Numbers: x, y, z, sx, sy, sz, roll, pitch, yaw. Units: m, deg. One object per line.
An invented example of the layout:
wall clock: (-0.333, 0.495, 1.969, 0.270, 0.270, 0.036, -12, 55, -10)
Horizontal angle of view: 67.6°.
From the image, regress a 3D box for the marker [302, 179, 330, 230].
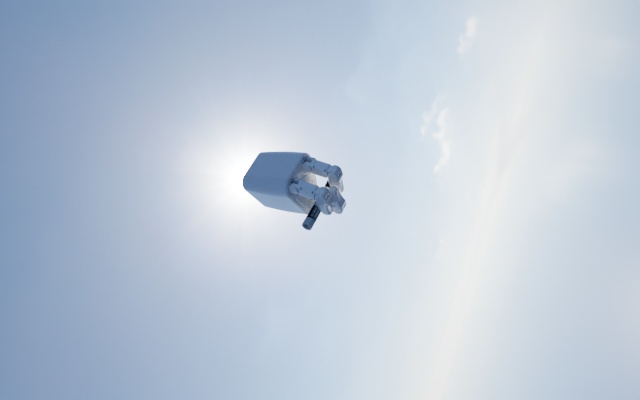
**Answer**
marker: (0.000, 0.003, 0.867, 0.020, 0.121, 0.020, 19, -35, 14)
